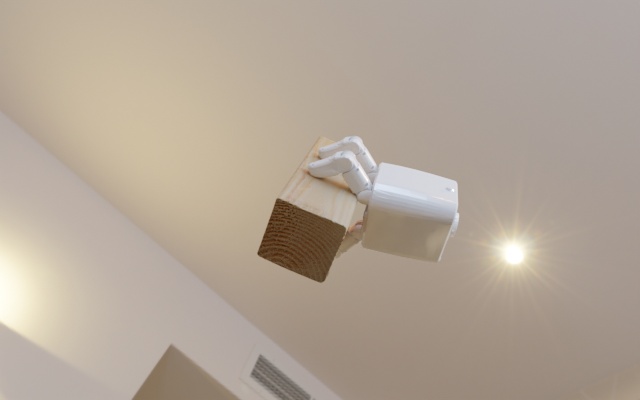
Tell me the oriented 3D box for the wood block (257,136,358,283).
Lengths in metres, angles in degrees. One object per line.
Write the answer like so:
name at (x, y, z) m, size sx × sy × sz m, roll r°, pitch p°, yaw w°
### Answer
wood block at (0.000, 0.002, 0.641) m, size 0.090 × 0.091 × 0.206 m, roll 23°, pitch 30°, yaw 3°
